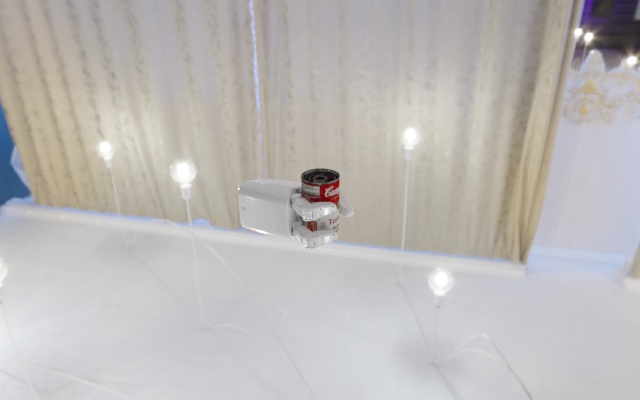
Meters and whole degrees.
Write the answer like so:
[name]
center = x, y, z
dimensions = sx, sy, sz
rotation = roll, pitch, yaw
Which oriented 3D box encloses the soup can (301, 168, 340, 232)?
[soup can]
center = 0.001, 0.003, 0.840
dimensions = 0.068, 0.102, 0.068
rotation = 0, 25, 0
